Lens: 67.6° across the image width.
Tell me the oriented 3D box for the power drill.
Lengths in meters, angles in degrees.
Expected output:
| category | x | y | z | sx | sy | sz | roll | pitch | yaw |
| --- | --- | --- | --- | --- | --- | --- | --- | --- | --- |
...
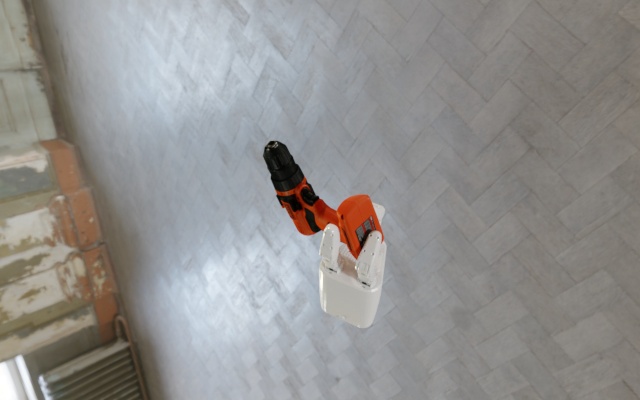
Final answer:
| category | x | y | z | sx | sy | sz | roll | pitch | yaw |
| --- | --- | --- | --- | --- | --- | --- | --- | --- | --- |
| power drill | 0.000 | 0.003 | 0.714 | 0.057 | 0.185 | 0.187 | -42 | 41 | -20 |
